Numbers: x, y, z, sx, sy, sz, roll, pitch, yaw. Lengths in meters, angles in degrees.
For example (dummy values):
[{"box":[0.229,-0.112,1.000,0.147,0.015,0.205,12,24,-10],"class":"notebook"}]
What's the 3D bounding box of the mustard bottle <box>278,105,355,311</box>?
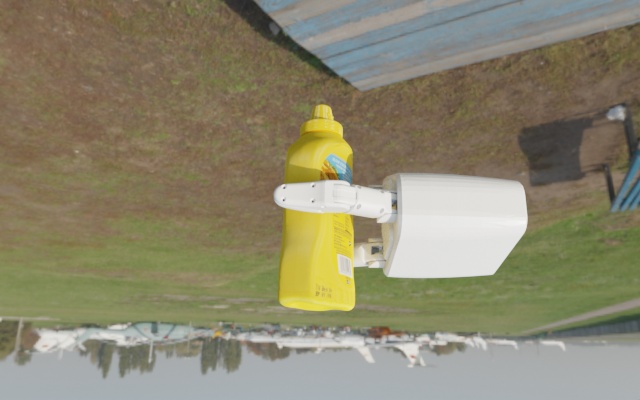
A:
[{"box":[0.000,0.002,0.439,0.058,0.191,0.096,-6,-18,24],"class":"mustard bottle"}]
